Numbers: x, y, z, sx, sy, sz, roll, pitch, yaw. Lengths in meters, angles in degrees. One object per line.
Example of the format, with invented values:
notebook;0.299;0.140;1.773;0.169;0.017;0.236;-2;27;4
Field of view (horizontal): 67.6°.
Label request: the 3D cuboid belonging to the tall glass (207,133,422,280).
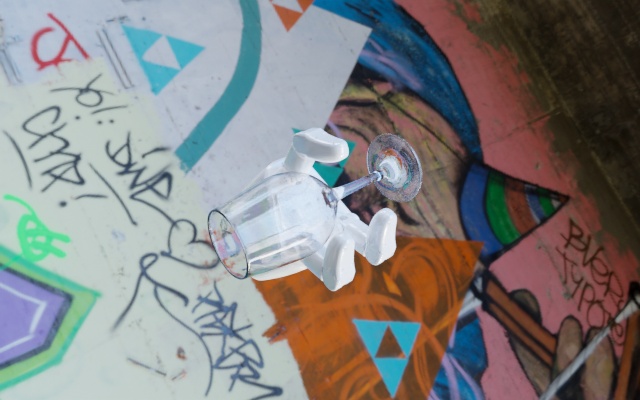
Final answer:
tall glass;0.001;0.001;0.438;0.201;0.079;0.079;-25;14;-34
